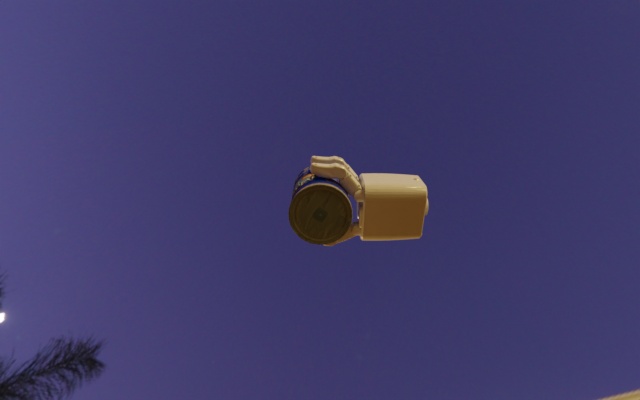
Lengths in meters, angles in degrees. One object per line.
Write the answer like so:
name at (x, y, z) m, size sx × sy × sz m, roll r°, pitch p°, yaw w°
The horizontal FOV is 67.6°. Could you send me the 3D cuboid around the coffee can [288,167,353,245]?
coffee can at (0.000, 0.003, 0.825) m, size 0.103 × 0.103 × 0.140 m, roll 0°, pitch 18°, yaw 0°
